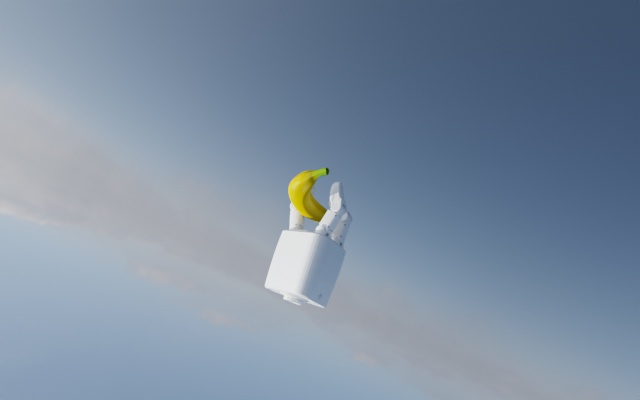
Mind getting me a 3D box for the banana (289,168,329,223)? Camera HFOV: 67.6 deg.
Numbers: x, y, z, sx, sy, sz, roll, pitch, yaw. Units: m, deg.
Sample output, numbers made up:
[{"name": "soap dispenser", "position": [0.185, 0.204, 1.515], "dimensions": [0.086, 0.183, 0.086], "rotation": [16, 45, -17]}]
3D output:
[{"name": "banana", "position": [-0.018, -0.002, 0.819], "dimensions": [0.069, 0.037, 0.198], "rotation": [11, -22, 7]}]
